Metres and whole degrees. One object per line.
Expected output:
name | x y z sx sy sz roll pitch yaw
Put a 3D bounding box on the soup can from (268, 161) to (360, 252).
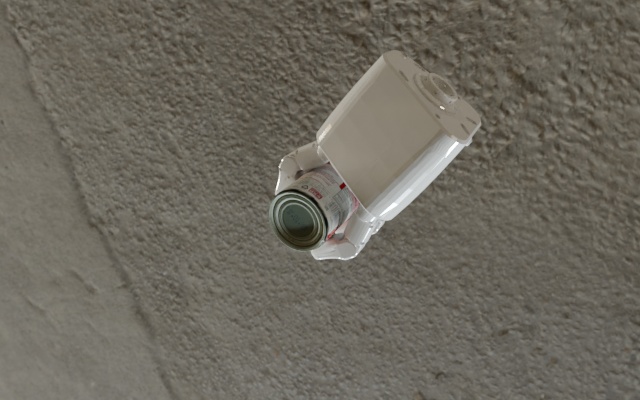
soup can | 0.000 0.002 0.500 0.068 0.068 0.102 0 23 30
